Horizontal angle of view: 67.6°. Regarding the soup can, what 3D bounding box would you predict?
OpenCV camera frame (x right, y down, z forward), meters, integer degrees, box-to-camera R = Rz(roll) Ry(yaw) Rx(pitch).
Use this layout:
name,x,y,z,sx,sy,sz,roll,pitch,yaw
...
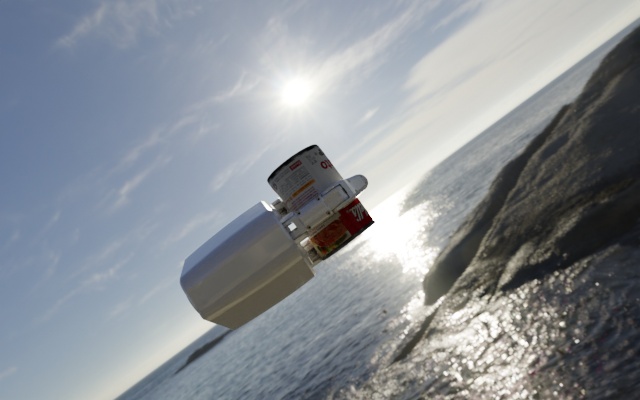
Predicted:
name,x,y,z,sx,sy,sz,roll,pitch,yaw
soup can,0.000,0.001,0.495,0.068,0.102,0.068,-36,-4,-3
